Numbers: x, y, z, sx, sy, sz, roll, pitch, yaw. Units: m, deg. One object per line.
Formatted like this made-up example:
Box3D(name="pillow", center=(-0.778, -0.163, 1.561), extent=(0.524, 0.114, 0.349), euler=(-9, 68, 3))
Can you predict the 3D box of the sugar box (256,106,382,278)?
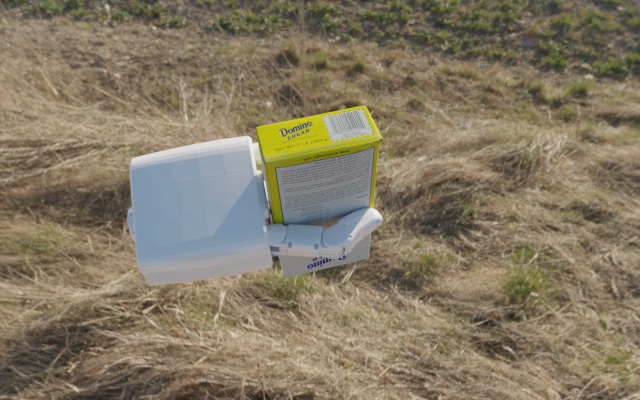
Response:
Box3D(name="sugar box", center=(0.000, 0.001, 0.432), extent=(0.093, 0.048, 0.176), euler=(-12, -35, -8))
